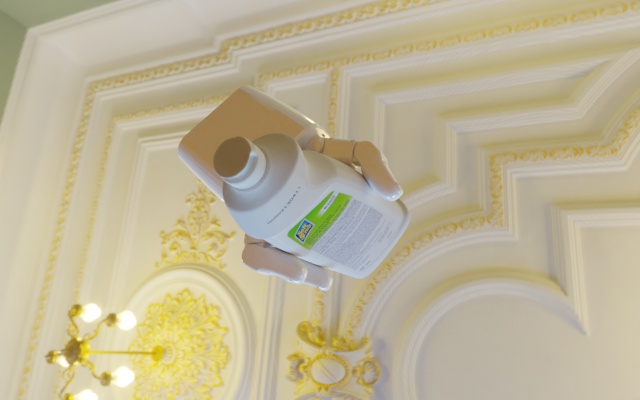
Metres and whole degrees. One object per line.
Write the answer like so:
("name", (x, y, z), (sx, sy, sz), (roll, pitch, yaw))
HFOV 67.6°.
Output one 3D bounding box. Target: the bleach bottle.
("bleach bottle", (0.000, 0.001, 0.411), (0.068, 0.102, 0.251), (36, 1, 30))
